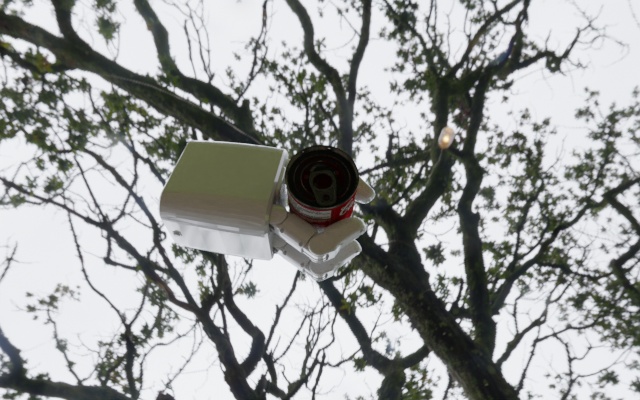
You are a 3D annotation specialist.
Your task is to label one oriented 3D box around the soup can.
[{"bbox_3d":[0.001,0.002,0.477,0.068,0.068,0.102,0,-29,-2],"label":"soup can"}]
